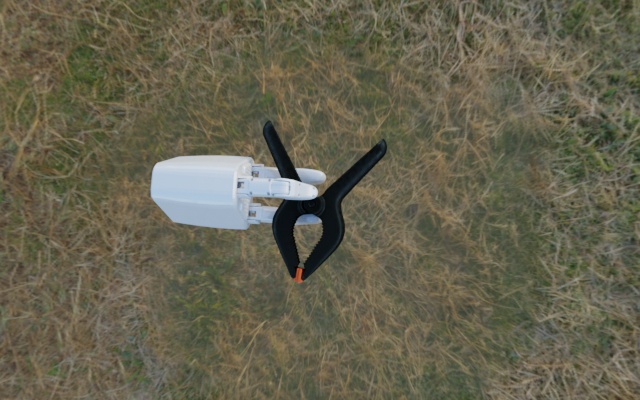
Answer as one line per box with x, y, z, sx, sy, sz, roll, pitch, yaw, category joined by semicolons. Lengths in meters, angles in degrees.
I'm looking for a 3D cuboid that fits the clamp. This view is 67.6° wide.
0.000;0.002;0.619;0.164;0.210;0.036;3;-6;5;clamp
